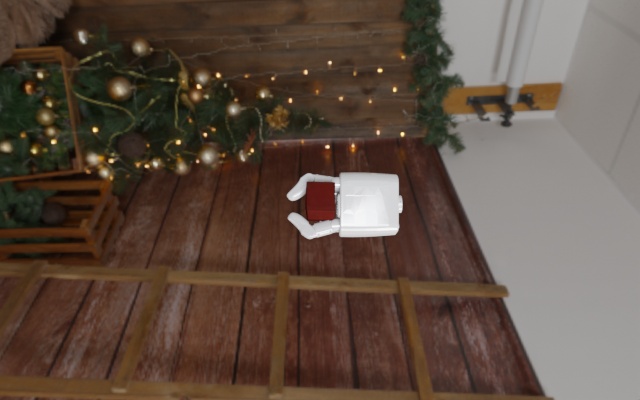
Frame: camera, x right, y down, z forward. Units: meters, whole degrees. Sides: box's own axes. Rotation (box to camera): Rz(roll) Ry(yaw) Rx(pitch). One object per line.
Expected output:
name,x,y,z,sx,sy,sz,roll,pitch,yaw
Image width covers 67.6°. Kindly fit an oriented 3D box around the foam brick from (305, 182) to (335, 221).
foam brick,0.000,0.003,0.845,0.051,0.053,0.078,2,-16,1
